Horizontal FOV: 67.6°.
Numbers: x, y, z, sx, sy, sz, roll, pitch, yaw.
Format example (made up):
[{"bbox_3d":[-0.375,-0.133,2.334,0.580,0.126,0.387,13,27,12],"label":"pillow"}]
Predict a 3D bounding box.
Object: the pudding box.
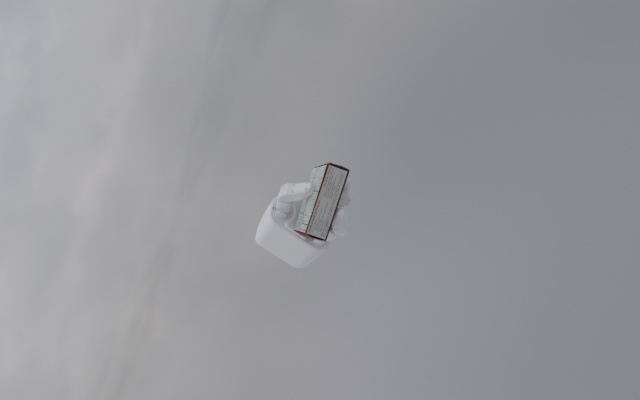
[{"bbox_3d":[0.000,0.002,0.725,0.039,0.113,0.090,17,-4,-14],"label":"pudding box"}]
